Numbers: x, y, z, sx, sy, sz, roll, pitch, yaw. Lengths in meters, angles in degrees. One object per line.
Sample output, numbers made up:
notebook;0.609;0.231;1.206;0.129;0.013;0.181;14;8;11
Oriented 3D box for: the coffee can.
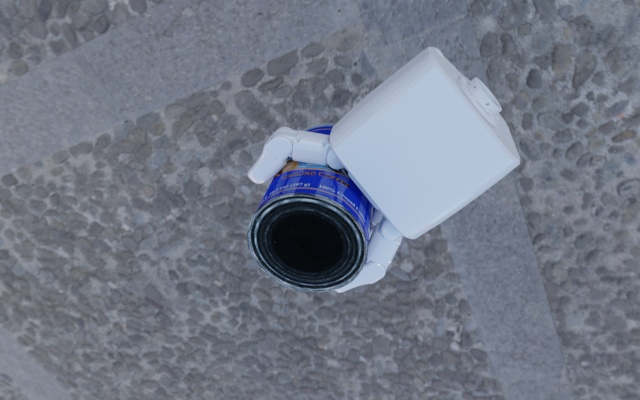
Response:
coffee can;0.000;0.001;0.453;0.103;0.103;0.140;0;32;12
